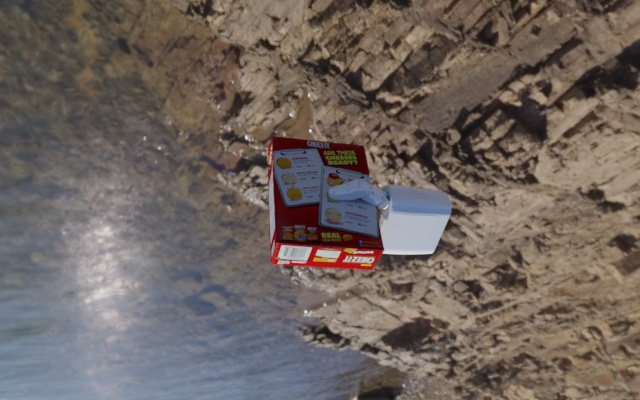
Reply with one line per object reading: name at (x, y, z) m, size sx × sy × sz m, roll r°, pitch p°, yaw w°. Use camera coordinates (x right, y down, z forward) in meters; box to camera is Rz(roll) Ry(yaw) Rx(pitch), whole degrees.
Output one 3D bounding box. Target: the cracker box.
cracker box at (0.000, 0.003, 0.766) m, size 0.164 × 0.213 × 0.072 m, roll 5°, pitch -39°, yaw -14°
